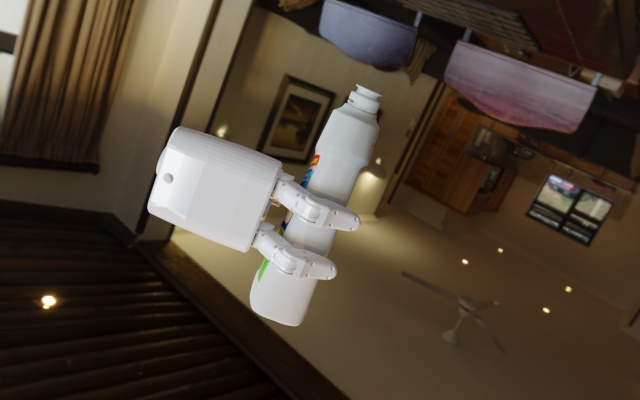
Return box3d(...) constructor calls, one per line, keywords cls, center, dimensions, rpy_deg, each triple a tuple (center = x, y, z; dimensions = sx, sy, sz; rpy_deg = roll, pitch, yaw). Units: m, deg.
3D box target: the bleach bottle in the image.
box3d(cls="bleach bottle", center=(0.000, 0.002, 0.504), dimensions=(0.068, 0.251, 0.102), rpy_deg=(22, 15, -6))
